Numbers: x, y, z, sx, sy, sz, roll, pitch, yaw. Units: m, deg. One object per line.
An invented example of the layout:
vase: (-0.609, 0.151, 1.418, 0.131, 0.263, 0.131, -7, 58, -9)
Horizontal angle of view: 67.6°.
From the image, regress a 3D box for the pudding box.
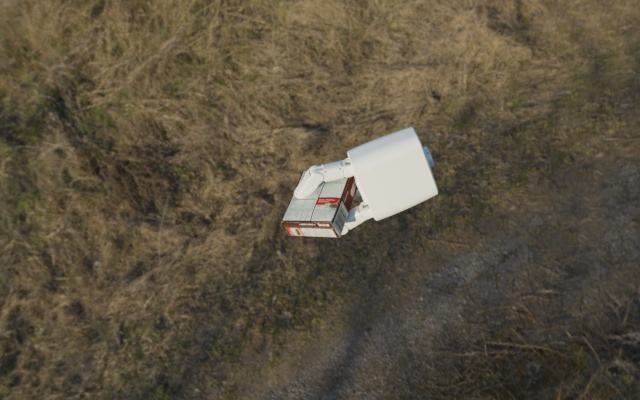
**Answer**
pudding box: (0.000, 0.002, 0.744, 0.090, 0.113, 0.039, -1, -42, 27)
